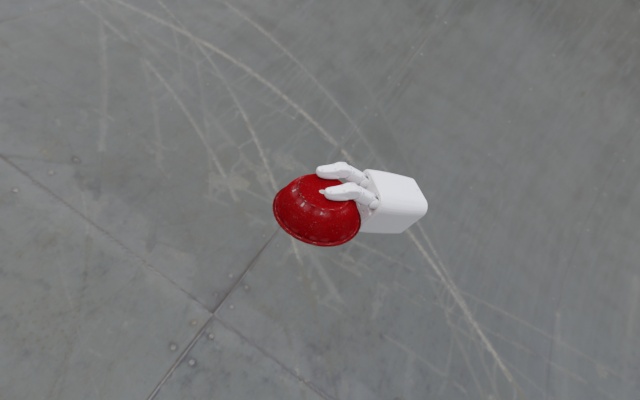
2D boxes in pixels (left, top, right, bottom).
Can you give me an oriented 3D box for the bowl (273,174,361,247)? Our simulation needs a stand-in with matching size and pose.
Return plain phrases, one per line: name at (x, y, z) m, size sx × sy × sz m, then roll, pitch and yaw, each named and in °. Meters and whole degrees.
bowl at (-0.001, 0.003, 0.829) m, size 0.162 × 0.055 × 0.162 m, roll 10°, pitch 42°, yaw -9°
